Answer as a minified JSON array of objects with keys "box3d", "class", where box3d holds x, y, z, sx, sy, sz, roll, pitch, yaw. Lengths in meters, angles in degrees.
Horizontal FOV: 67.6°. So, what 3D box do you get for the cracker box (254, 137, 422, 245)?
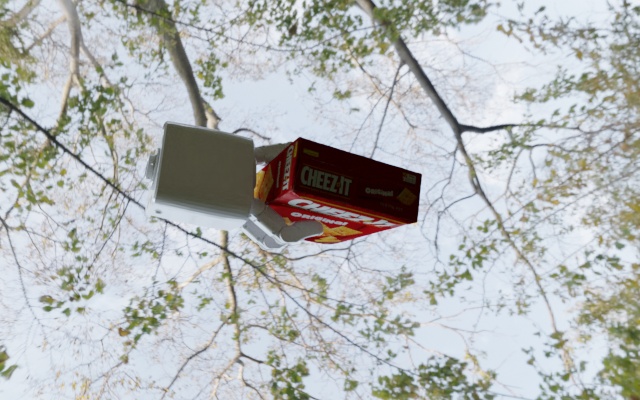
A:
[{"box3d":[0.000,0.002,0.621,0.164,0.072,0.214,14,-17,-23],"class":"cracker box"}]
